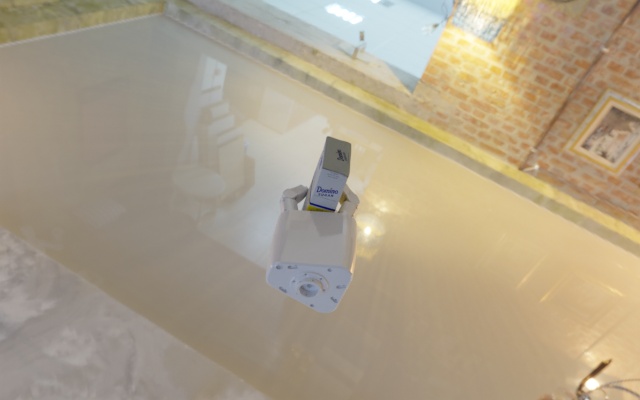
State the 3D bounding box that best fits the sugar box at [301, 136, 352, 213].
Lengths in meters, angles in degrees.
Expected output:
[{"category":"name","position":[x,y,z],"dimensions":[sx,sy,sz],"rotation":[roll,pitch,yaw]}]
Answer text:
[{"category":"sugar box","position":[0.001,0.003,0.719],"dimensions":[0.048,0.176,0.093],"rotation":[18,36,-7]}]
